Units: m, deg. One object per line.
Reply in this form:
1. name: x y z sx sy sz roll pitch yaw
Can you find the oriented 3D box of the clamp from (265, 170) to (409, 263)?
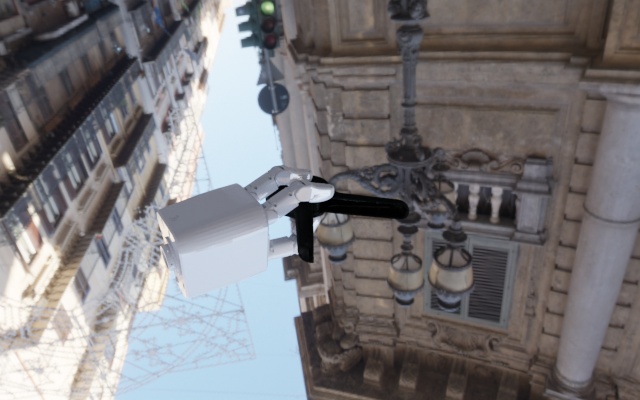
1. clamp: 0.000 0.003 0.632 0.164 0.036 0.210 -17 31 -27
